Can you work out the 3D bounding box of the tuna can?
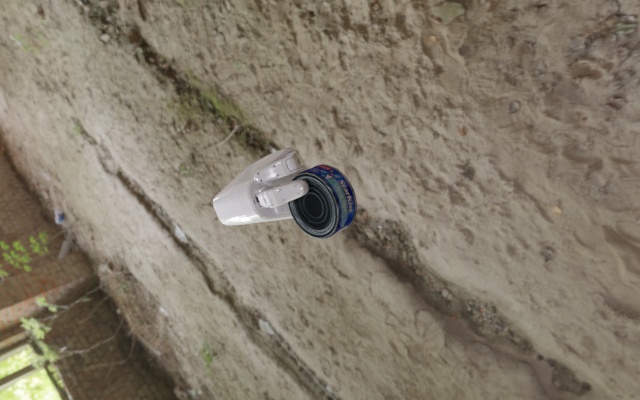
[{"bbox_3d":[0.000,0.002,0.574,0.086,0.086,0.033,0,18,44],"label":"tuna can"}]
